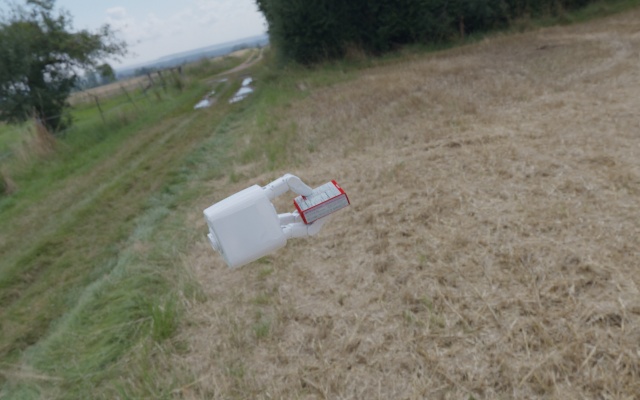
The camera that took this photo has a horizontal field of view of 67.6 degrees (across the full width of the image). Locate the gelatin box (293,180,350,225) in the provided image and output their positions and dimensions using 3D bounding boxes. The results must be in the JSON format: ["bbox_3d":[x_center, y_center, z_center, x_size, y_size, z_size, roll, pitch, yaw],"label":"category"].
[{"bbox_3d":[0.000,0.002,0.864,0.089,0.030,0.073,-25,24,-5],"label":"gelatin box"}]
